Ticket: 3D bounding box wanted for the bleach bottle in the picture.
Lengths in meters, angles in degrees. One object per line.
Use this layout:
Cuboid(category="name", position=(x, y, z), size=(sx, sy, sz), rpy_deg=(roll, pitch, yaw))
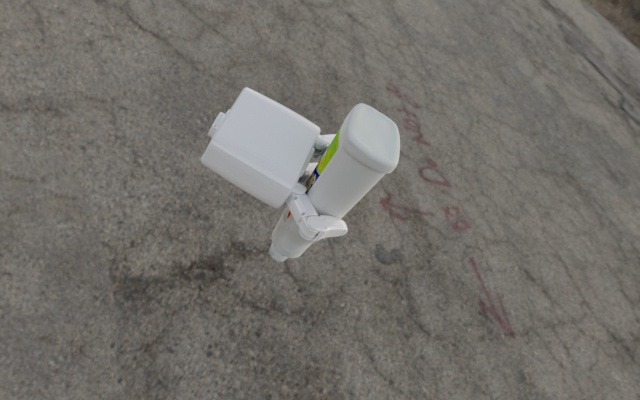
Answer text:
Cuboid(category="bleach bottle", position=(0.000, 0.002, 0.597), size=(0.068, 0.251, 0.102), rpy_deg=(30, 38, -11))
